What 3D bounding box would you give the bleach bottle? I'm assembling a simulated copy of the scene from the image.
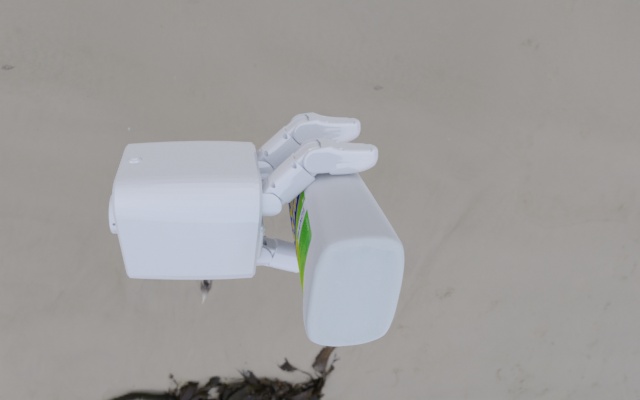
[{"bbox_3d":[0.000,0.001,0.430,0.068,0.103,0.250,-1,31,-13],"label":"bleach bottle"}]
